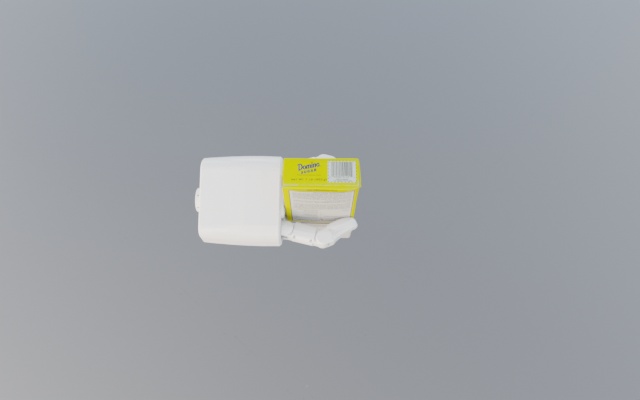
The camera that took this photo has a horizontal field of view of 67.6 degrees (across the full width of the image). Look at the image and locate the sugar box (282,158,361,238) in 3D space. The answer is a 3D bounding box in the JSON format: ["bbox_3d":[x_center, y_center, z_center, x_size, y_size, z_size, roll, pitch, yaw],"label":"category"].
[{"bbox_3d":[0.000,0.002,0.637,0.093,0.048,0.176,1,-21,-1],"label":"sugar box"}]
